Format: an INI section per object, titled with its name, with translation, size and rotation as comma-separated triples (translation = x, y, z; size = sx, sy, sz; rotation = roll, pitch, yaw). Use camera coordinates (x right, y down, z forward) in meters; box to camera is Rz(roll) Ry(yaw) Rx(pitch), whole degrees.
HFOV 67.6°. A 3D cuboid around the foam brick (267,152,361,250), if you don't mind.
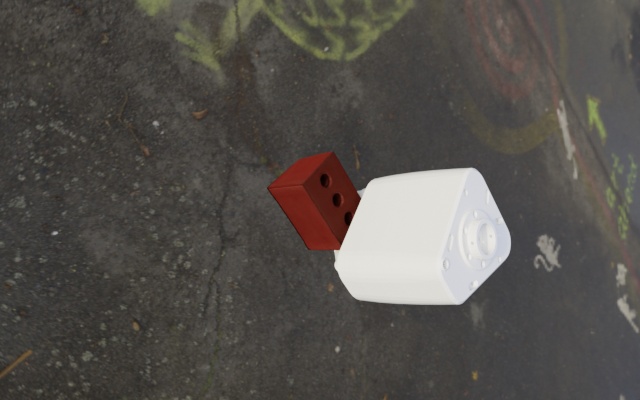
[foam brick]
translation = 0.000, 0.001, 0.449
size = 0.051, 0.078, 0.053
rotation = -7, 33, 49
